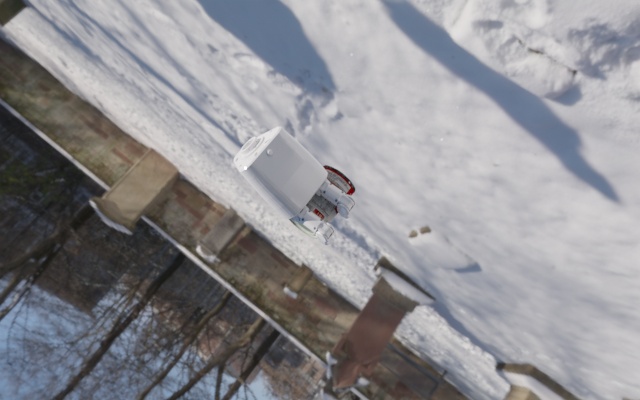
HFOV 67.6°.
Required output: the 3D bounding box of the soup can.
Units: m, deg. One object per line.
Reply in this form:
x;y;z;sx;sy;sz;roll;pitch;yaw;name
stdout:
0.000;0.003;0.774;0.068;0.102;0.068;35;-16;12;soup can
